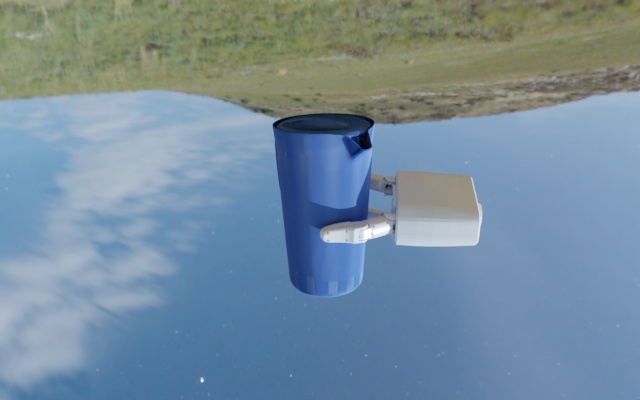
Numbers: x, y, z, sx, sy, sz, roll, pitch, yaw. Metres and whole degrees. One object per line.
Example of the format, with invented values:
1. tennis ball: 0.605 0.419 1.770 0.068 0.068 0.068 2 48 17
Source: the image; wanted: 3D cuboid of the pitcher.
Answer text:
1. pitcher: 0.000 0.002 0.667 0.145 0.243 0.149 1 21 5
